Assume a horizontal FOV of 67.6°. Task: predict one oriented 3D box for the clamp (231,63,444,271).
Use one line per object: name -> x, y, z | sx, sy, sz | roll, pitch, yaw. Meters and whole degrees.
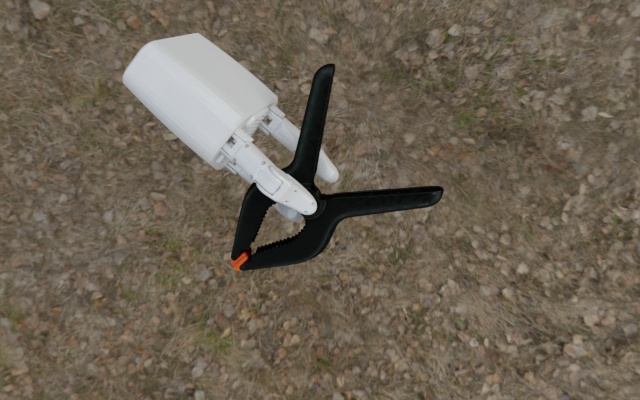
clamp -> -0.001, 0.002, 0.459 | 0.164, 0.210, 0.036 | 41, 12, -3
